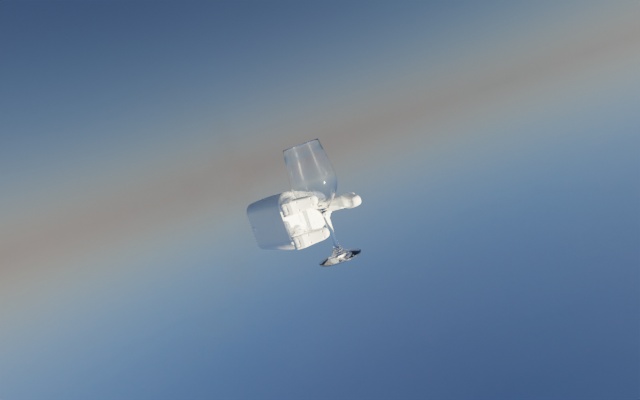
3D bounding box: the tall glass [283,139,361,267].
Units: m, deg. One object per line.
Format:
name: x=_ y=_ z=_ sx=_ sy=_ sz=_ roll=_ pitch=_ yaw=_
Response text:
tall glass: x=0.000 y=0.003 z=0.789 sx=0.079 sy=0.201 sz=0.079 roll=-19 pitch=6 yaw=2
